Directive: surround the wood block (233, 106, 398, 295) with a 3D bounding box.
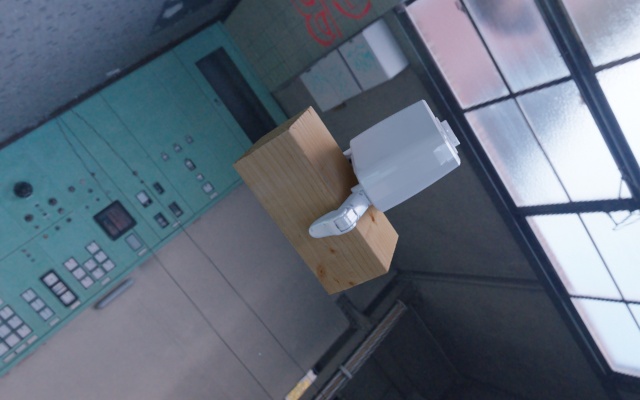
[{"bbox_3d":[0.000,0.002,0.594,0.090,0.206,0.090,-27,16,29],"label":"wood block"}]
